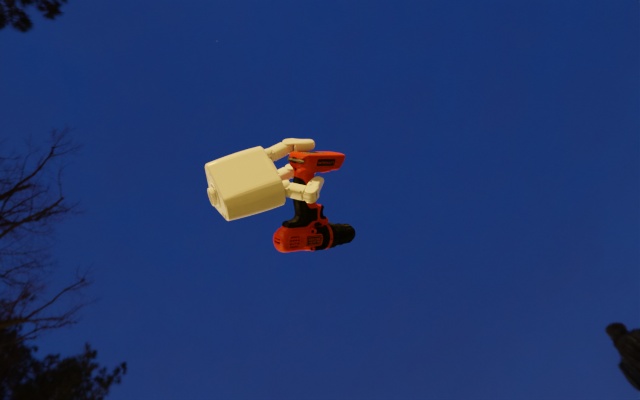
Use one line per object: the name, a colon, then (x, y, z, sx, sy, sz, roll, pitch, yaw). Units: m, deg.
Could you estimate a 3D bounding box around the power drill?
power drill: (0.000, 0.002, 0.899, 0.184, 0.188, 0.057, -4, 12, -40)
